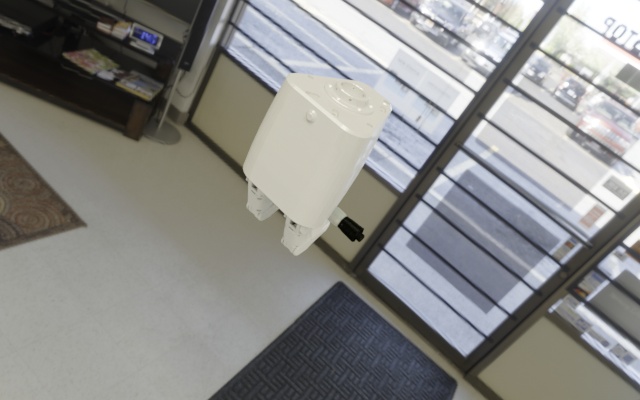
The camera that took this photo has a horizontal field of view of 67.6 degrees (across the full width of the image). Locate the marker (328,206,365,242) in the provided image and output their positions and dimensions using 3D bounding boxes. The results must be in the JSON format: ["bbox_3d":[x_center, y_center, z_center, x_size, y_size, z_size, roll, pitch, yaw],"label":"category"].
[{"bbox_3d":[0.000,0.002,0.514,0.121,0.020,0.020,42,14,17],"label":"marker"}]
